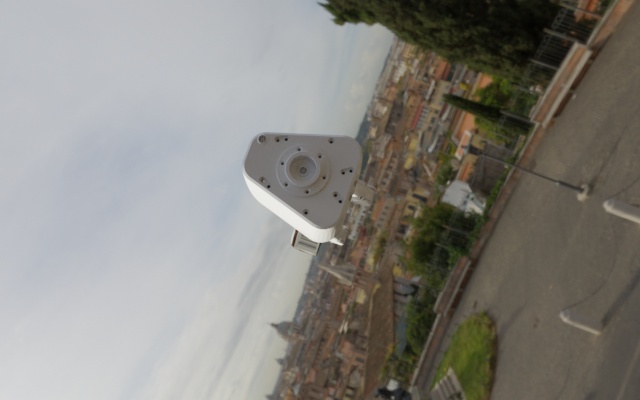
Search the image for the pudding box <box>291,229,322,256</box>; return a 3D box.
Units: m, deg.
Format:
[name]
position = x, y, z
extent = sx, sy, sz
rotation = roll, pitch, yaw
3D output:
[pudding box]
position = 0.000, 0.002, 0.622
extent = 0.039, 0.113, 0.090
rotation = 20, 19, 3
